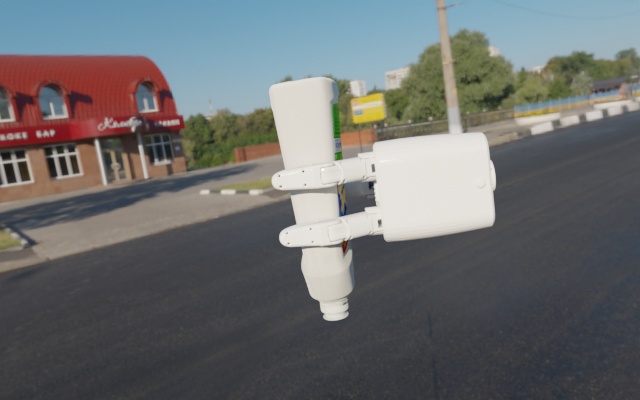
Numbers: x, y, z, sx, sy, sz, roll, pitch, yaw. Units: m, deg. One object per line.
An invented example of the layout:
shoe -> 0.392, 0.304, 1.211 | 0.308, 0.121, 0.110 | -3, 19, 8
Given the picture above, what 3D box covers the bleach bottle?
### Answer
bleach bottle -> 0.000, 0.002, 0.513 | 0.068, 0.251, 0.102 | -7, 8, 9
